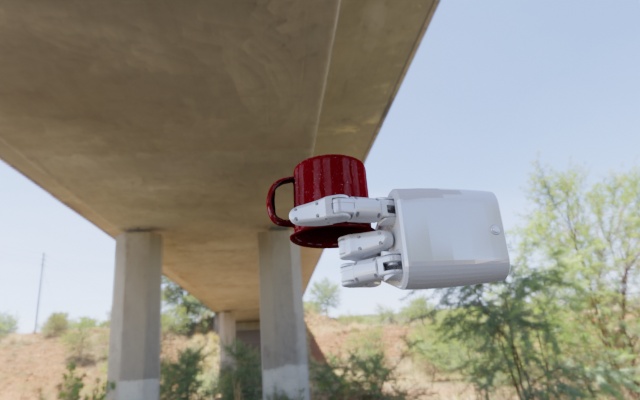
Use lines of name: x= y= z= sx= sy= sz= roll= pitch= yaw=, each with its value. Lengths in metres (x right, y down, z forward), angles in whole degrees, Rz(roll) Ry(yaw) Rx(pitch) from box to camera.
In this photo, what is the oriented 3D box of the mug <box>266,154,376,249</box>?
mug: x=-0.001 y=0.002 z=0.517 sx=0.117 sy=0.081 sz=0.093 roll=0 pitch=-20 yaw=-10
